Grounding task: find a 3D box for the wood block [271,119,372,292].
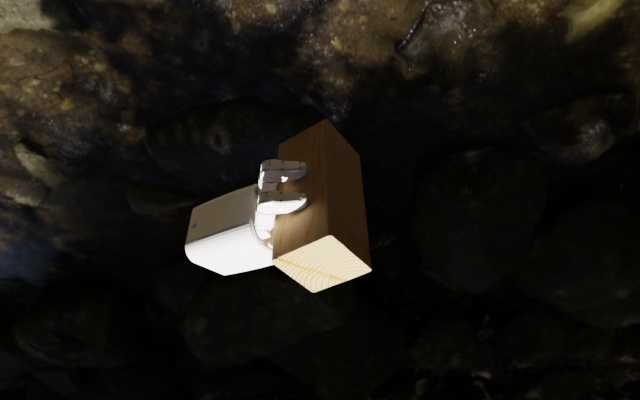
[{"bbox_3d":[0.000,0.003,0.636,0.090,0.206,0.091,-26,-47,25],"label":"wood block"}]
